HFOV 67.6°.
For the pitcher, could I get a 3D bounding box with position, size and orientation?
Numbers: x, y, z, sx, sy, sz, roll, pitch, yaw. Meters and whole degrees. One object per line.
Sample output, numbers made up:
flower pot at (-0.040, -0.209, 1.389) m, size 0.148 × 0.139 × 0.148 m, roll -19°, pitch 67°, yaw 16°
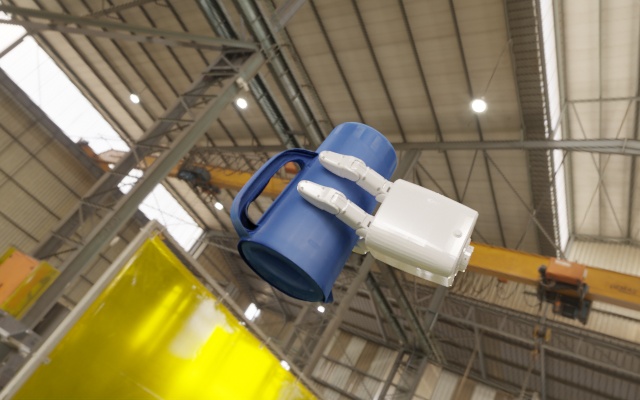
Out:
pitcher at (0.000, 0.002, 0.647) m, size 0.145 × 0.242 × 0.149 m, roll 23°, pitch -29°, yaw 20°
